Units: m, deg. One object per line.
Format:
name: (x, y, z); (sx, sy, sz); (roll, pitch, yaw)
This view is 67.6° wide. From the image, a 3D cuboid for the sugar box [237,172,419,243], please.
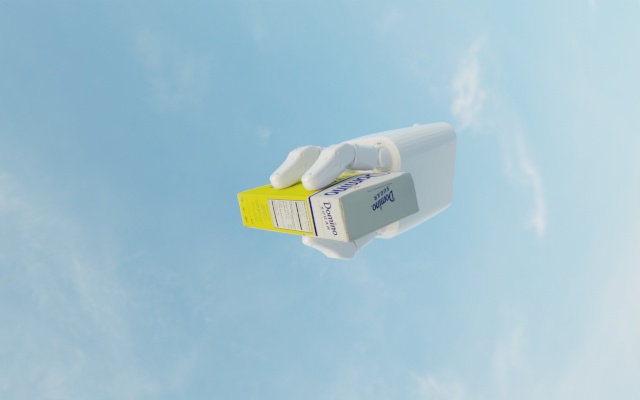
sugar box: (0.000, 0.001, 0.479); (0.093, 0.048, 0.176); (-20, 11, -36)
